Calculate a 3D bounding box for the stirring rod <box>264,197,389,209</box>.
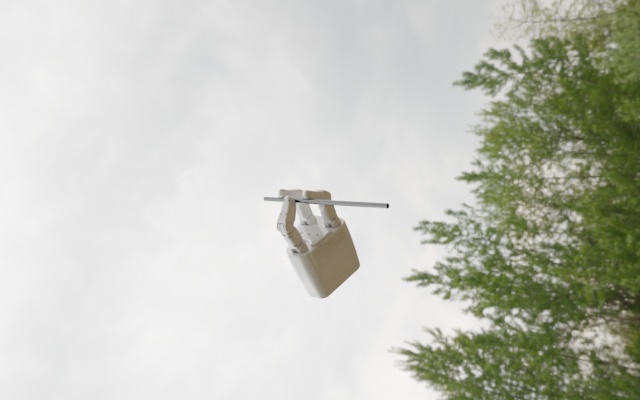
[{"bbox_3d":[0.000,0.003,0.749,0.239,0.011,0.011,3,2,37],"label":"stirring rod"}]
